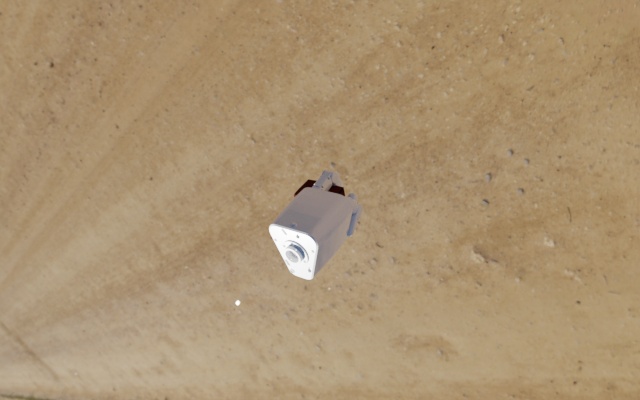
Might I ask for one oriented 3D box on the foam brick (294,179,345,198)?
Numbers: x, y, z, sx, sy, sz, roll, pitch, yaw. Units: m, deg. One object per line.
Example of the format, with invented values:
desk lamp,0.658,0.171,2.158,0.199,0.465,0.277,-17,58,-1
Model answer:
foam brick,0.000,0.003,0.851,0.078,0.053,0.051,14,43,30
